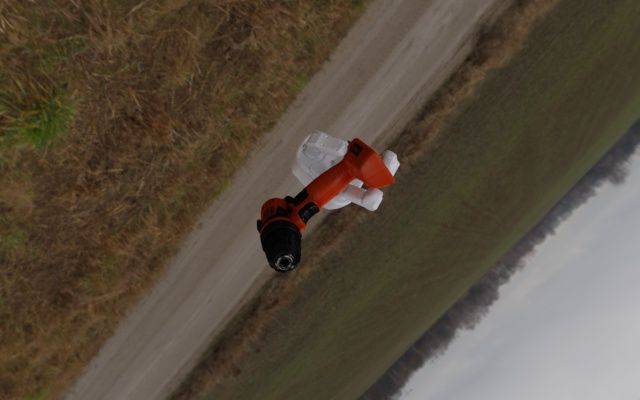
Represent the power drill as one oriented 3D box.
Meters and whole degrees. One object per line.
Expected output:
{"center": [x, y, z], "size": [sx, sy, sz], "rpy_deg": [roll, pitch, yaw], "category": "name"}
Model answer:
{"center": [0.000, 0.002, 0.621], "size": [0.187, 0.057, 0.184], "rpy_deg": [-35, 22, 3], "category": "power drill"}
